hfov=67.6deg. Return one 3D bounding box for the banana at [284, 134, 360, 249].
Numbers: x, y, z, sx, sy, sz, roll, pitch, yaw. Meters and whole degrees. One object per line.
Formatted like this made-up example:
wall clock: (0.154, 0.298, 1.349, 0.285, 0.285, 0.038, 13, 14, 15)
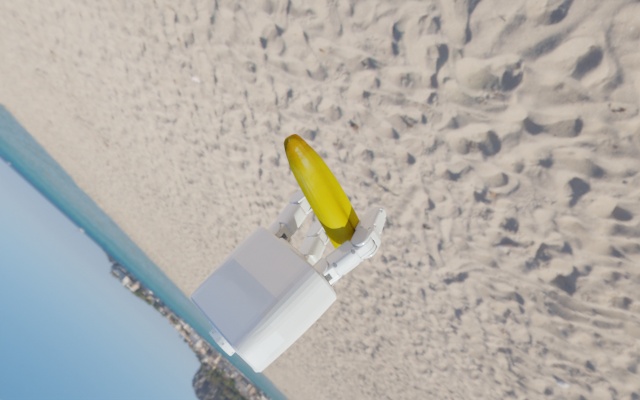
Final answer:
banana: (0.012, 0.013, 0.506, 0.069, 0.037, 0.198, 43, -13, 38)
